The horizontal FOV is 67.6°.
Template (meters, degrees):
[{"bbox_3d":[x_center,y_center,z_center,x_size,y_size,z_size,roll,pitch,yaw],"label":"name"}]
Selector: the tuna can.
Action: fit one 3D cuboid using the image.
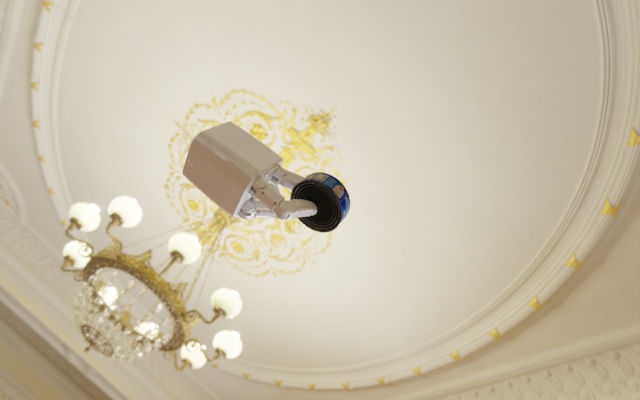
[{"bbox_3d":[0.000,0.002,0.700,0.086,0.086,0.033,0,28,33],"label":"tuna can"}]
